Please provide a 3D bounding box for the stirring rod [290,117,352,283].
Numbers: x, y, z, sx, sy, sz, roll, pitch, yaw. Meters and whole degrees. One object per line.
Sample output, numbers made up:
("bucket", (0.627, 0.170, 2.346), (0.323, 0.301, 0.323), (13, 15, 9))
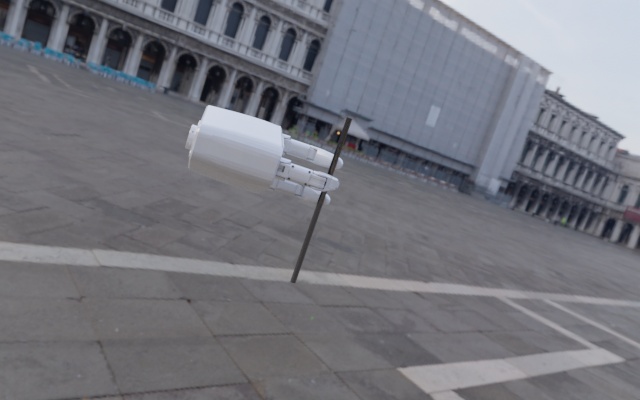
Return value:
("stirring rod", (0.000, 0.002, 0.656), (0.011, 0.239, 0.011), (19, 7, -3))
